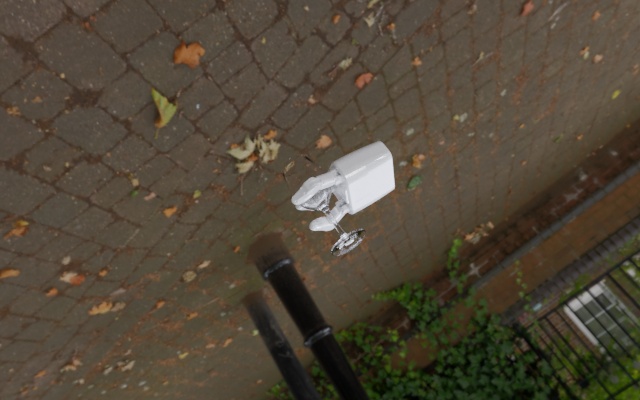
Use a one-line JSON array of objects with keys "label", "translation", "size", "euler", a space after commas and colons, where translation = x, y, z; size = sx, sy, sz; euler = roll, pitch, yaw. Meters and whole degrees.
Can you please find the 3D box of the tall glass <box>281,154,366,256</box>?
[{"label": "tall glass", "translation": [0.000, 0.003, 0.898], "size": [0.079, 0.201, 0.079], "euler": [-27, -27, -15]}]
